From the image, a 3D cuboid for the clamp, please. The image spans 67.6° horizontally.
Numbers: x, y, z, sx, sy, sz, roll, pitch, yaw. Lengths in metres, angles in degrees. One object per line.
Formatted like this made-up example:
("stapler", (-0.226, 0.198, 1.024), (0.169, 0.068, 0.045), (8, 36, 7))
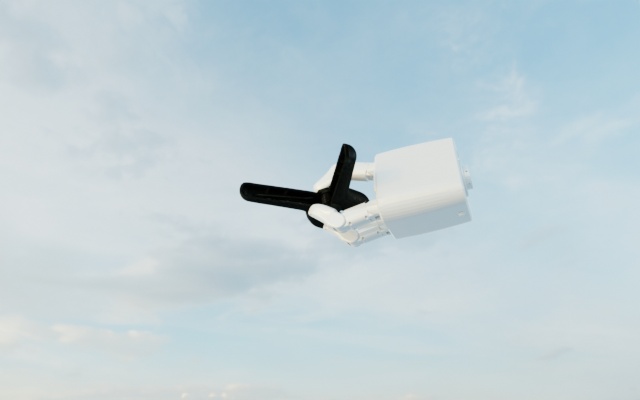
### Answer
("clamp", (0.000, 0.002, 0.665), (0.164, 0.036, 0.210), (-14, -30, 17))
